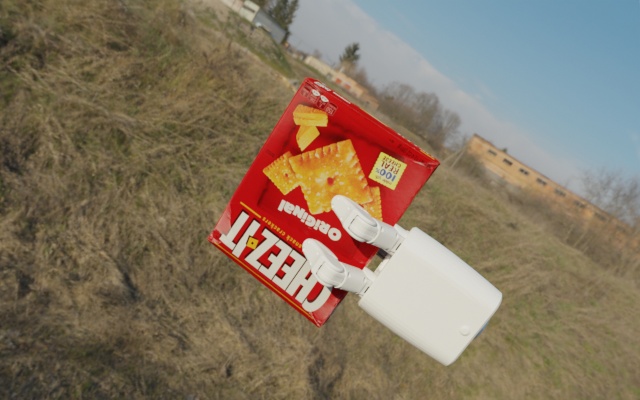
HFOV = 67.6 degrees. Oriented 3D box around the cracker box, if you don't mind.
[{"bbox_3d":[0.000,0.002,0.519,0.164,0.214,0.072,36,13,10],"label":"cracker box"}]
